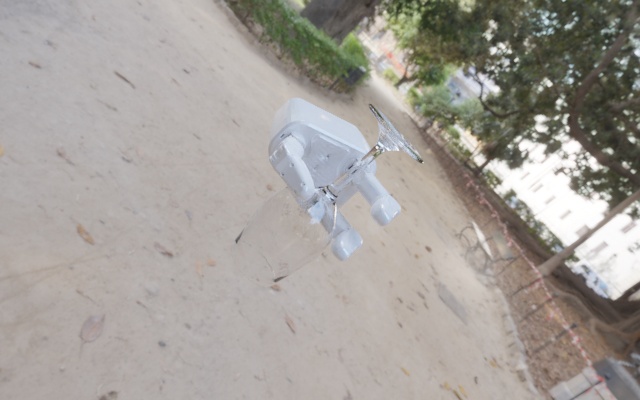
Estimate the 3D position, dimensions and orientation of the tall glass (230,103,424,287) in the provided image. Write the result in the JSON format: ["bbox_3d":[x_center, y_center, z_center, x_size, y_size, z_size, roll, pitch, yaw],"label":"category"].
[{"bbox_3d":[0.001,0.001,0.470,0.201,0.079,0.079,-42,-15,16],"label":"tall glass"}]
